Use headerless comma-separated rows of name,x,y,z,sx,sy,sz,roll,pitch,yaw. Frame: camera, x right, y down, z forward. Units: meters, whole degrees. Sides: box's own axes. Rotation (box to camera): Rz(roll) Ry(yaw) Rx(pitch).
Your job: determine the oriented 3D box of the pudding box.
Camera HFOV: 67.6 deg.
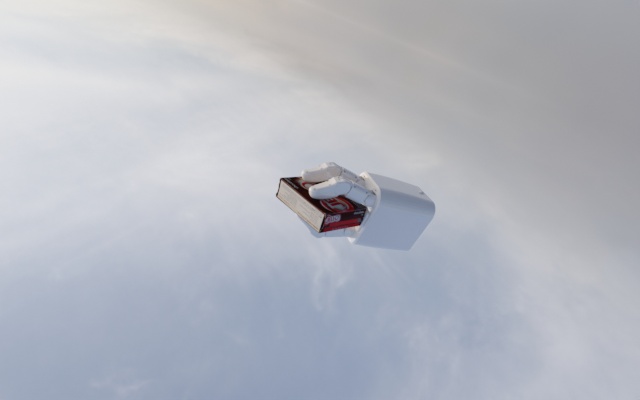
pudding box,0.000,0.003,0.732,0.090,0.039,0.113,-6,32,-44
